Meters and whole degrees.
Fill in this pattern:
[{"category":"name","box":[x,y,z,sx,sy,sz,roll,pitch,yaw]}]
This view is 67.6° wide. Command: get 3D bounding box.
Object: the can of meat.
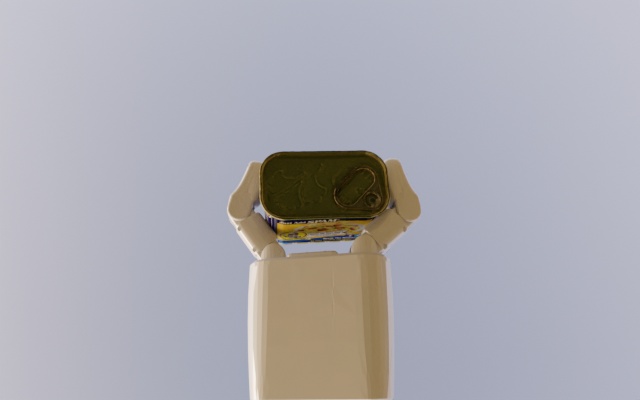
[{"category":"can of meat","box":[0.000,0.001,0.410,0.102,0.057,0.084,-2,-21,-6]}]
